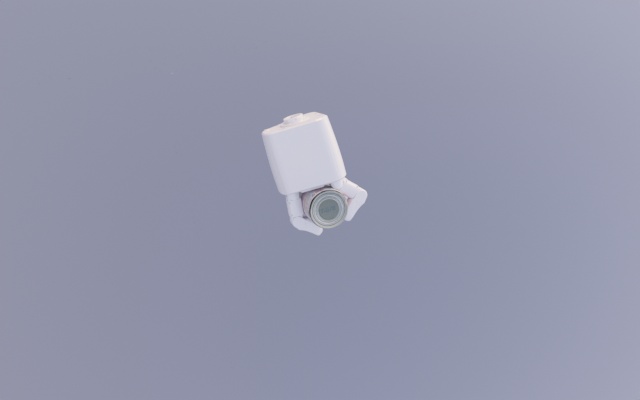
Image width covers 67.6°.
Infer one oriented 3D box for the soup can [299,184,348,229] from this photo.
[{"bbox_3d":[0.000,0.003,0.817,0.068,0.068,0.102,0,14,-17],"label":"soup can"}]
